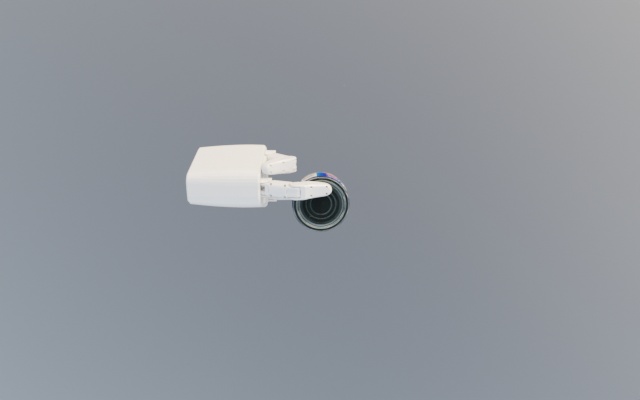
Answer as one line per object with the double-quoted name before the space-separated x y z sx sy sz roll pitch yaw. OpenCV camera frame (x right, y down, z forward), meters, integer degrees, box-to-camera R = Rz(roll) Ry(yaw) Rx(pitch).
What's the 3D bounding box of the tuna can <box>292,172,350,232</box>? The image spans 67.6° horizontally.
"tuna can" 0.000 0.002 0.711 0.086 0.086 0.033 0 14 -3
